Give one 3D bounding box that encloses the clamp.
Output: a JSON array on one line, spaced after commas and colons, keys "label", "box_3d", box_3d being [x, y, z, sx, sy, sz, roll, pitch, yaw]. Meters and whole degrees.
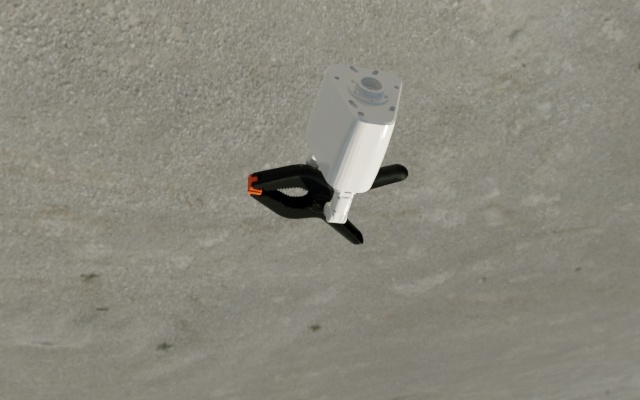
[{"label": "clamp", "box_3d": [0.000, 0.003, 0.674, 0.210, 0.036, 0.165, 5, -45, -13]}]
